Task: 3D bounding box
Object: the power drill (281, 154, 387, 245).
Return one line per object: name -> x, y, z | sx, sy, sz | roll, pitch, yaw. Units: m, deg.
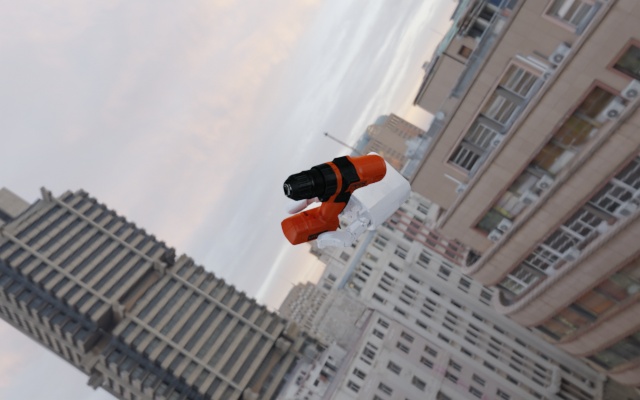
power drill -> 0.000, 0.003, 0.774 | 0.184, 0.057, 0.188 | -14, -25, -32
